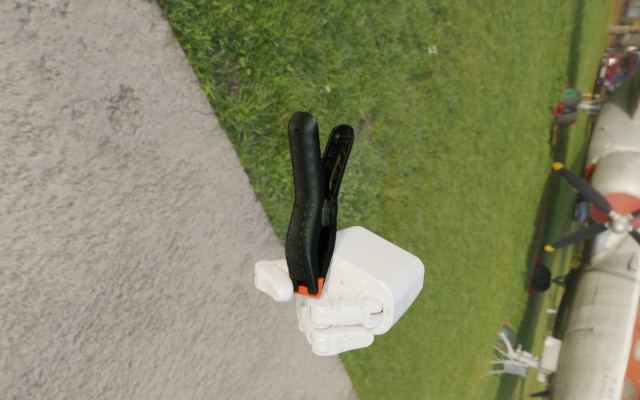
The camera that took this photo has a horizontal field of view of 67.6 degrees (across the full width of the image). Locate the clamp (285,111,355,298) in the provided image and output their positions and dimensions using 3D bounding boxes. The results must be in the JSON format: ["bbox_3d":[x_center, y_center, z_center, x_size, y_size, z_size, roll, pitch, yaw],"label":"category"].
[{"bbox_3d":[0.001,0.002,0.448,0.039,0.171,0.120,13,17,26],"label":"clamp"}]
